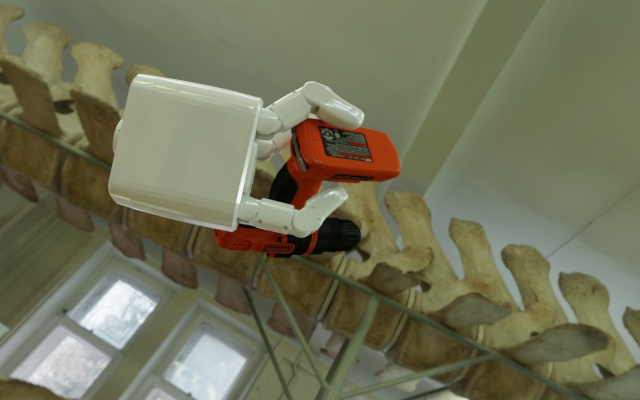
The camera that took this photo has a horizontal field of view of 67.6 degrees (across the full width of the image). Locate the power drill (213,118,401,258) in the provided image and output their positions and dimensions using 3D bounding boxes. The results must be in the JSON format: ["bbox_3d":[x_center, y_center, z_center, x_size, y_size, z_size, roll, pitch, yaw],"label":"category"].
[{"bbox_3d":[0.000,0.001,0.502,0.184,0.057,0.188,4,-36,-32],"label":"power drill"}]
